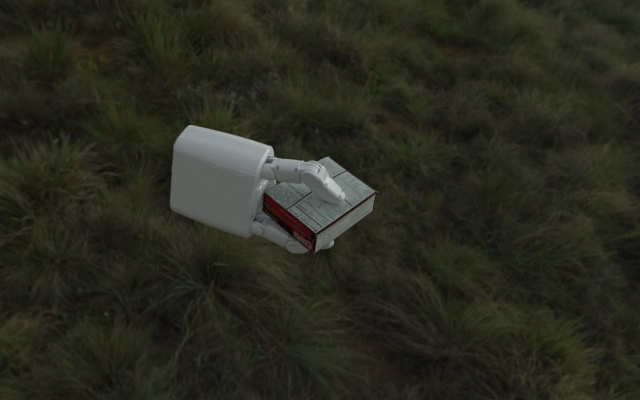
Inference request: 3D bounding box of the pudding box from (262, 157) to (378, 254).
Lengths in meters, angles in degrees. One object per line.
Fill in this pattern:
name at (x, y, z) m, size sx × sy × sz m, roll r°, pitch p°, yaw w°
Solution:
pudding box at (0.000, 0.002, 0.578) m, size 0.090 × 0.039 × 0.113 m, roll 39°, pitch 54°, yaw 26°
